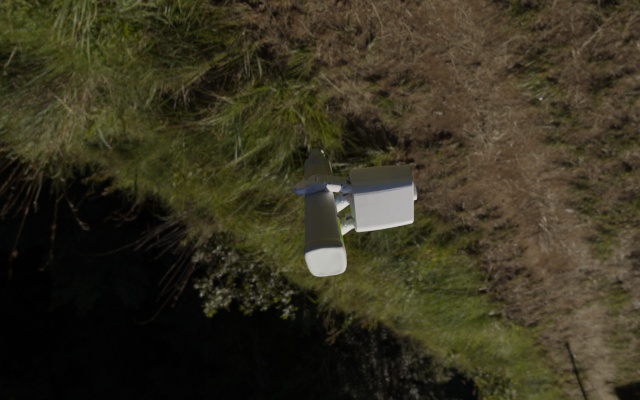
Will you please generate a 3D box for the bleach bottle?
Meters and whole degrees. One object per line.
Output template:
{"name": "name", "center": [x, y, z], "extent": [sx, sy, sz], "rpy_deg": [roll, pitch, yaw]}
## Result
{"name": "bleach bottle", "center": [0.000, 0.003, 0.855], "extent": [0.068, 0.250, 0.103], "rpy_deg": [-8, -36, 3]}
